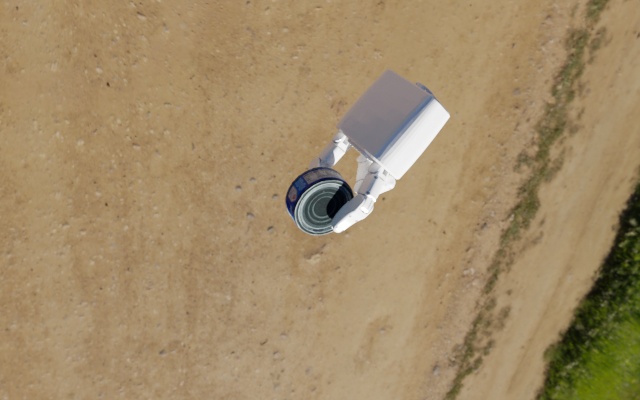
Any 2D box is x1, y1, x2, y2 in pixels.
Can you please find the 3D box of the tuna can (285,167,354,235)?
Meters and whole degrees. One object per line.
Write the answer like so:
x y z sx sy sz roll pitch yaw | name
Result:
0.000 0.002 0.617 0.086 0.086 0.033 0 31 -26 | tuna can
